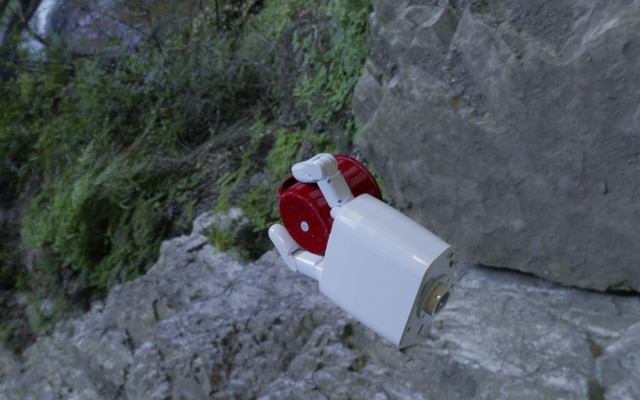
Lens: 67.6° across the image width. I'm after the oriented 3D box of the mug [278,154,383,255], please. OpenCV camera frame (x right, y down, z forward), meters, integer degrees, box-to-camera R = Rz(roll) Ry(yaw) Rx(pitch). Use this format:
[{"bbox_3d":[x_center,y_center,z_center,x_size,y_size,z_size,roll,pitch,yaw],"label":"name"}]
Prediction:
[{"bbox_3d":[-0.001,0.001,0.537,0.117,0.093,0.081,32,50,33],"label":"mug"}]
